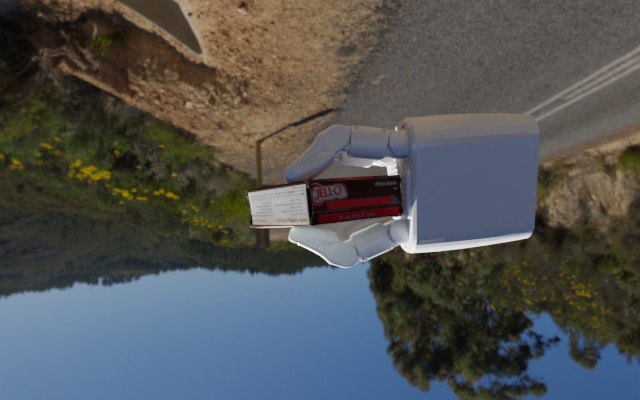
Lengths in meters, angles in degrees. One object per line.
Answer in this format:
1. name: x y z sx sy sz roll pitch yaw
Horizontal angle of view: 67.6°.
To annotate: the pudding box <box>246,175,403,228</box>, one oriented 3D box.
1. pudding box: 0.000 0.001 0.407 0.090 0.039 0.113 -4 -3 -32
